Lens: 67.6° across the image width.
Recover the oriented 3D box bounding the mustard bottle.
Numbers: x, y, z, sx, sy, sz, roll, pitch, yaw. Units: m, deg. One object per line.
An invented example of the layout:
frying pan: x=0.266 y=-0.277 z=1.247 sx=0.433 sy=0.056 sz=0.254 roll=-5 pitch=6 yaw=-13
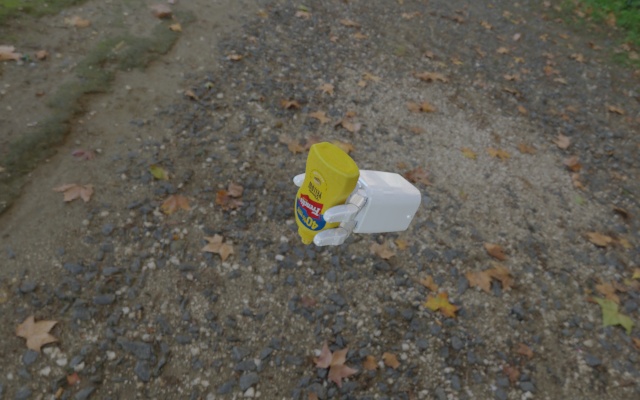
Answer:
mustard bottle: x=0.000 y=0.003 z=0.815 sx=0.058 sy=0.192 sz=0.096 roll=-19 pitch=52 yaw=-39
